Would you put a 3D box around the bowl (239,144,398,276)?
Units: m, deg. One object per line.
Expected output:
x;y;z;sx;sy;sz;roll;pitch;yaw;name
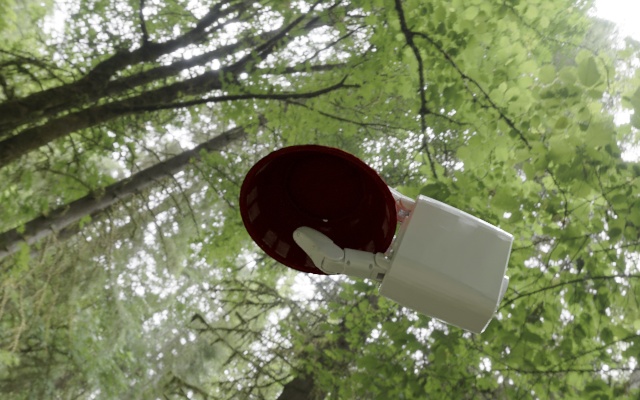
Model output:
-0.001;0.001;0.499;0.162;0.162;0.055;0;35;12;bowl
